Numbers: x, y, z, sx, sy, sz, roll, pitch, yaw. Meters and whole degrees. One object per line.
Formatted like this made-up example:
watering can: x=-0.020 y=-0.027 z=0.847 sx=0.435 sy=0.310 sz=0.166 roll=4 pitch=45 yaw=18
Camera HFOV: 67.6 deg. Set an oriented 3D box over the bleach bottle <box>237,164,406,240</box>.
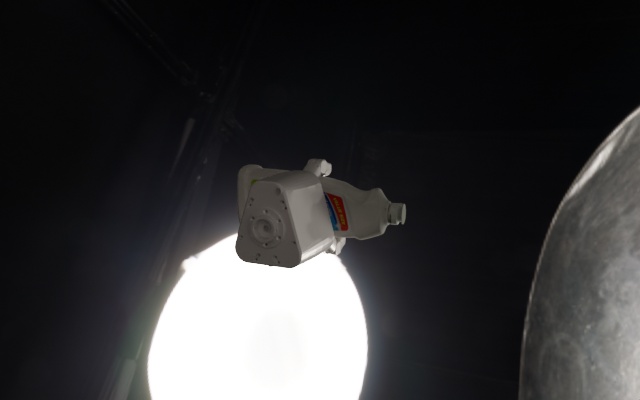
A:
bleach bottle: x=0.000 y=0.002 z=0.711 sx=0.251 sy=0.102 sz=0.068 roll=4 pitch=9 yaw=21
